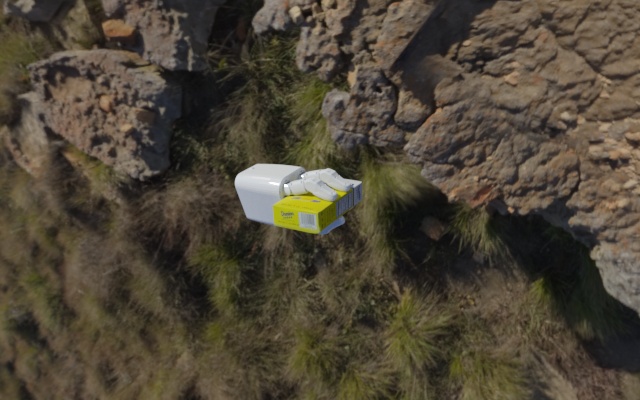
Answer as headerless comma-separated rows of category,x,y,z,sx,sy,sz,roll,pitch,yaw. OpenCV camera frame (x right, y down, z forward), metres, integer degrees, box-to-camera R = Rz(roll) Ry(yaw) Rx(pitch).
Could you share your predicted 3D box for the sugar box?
sugar box,0.000,0.002,0.871,0.093,0.048,0.176,9,26,27
